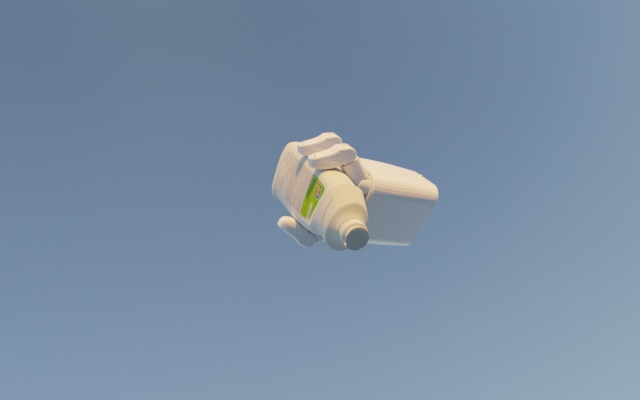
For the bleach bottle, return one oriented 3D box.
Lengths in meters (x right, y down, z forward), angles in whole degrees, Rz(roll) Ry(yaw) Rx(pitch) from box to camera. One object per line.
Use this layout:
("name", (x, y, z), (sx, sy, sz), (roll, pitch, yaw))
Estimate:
("bleach bottle", (0.000, 0.002, 0.628), (0.068, 0.102, 0.250), (9, 19, -22))
